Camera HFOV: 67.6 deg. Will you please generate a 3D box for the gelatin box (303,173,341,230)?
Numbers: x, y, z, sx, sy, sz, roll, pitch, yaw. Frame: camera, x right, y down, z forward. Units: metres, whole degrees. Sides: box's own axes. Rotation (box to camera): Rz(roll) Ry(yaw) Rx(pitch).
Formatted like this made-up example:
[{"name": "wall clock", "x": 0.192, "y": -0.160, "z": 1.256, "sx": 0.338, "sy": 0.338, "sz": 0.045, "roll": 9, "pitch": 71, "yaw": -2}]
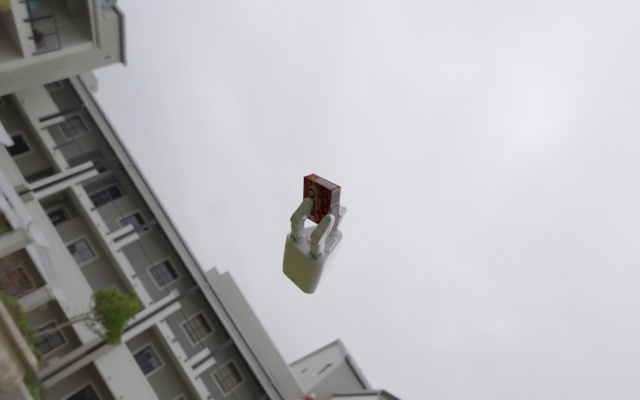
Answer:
[{"name": "gelatin box", "x": 0.000, "y": 0.002, "z": 0.895, "sx": 0.073, "sy": 0.089, "sz": 0.030, "roll": 28, "pitch": 38, "yaw": 36}]
